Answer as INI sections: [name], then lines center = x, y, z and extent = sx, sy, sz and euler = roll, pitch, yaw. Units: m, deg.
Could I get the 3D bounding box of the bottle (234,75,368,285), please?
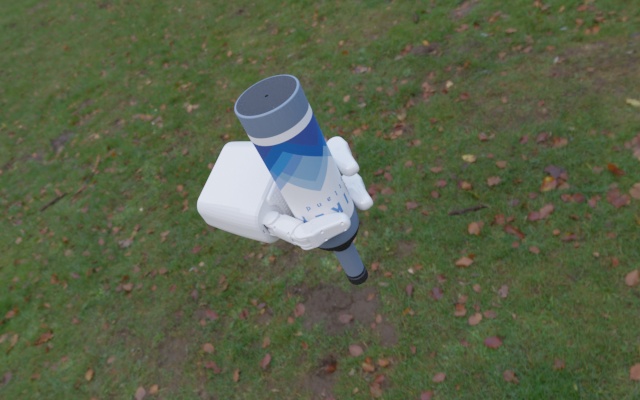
[bottle]
center = 0.000, 0.002, 0.539
extent = 0.069, 0.069, 0.296
euler = 0, -43, 28
